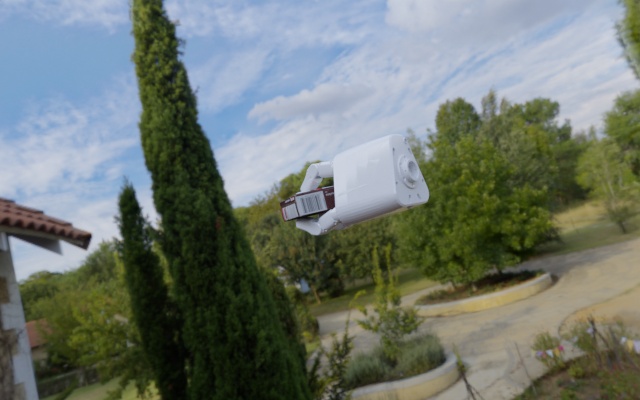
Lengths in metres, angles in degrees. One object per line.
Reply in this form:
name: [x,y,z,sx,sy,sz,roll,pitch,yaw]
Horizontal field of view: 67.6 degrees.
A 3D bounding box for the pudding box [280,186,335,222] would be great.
pudding box: [0.000,0.002,0.777,0.113,0.039,0.090,-11,-5,-21]
